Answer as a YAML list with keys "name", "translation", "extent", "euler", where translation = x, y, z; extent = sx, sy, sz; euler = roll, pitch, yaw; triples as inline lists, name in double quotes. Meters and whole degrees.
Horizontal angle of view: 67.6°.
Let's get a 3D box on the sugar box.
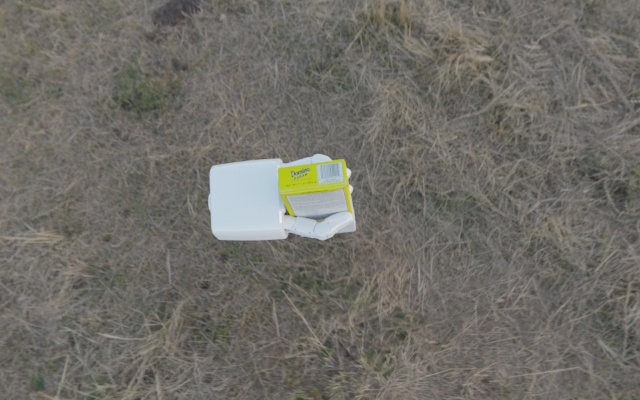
- name: "sugar box"
  translation: [0.000, 0.002, 0.704]
  extent: [0.093, 0.048, 0.176]
  euler: [-6, -22, 5]
